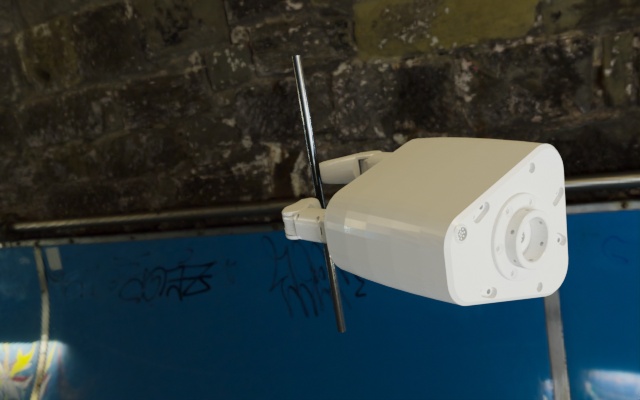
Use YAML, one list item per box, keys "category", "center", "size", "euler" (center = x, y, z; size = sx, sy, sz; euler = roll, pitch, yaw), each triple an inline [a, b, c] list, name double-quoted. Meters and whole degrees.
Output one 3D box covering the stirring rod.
- category: "stirring rod"
  center: [0.000, 0.001, 0.405]
  size: [0.011, 0.239, 0.011]
  euler: [-9, 13, 2]
